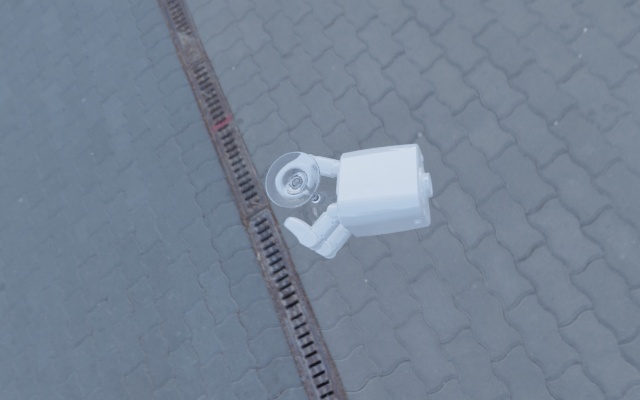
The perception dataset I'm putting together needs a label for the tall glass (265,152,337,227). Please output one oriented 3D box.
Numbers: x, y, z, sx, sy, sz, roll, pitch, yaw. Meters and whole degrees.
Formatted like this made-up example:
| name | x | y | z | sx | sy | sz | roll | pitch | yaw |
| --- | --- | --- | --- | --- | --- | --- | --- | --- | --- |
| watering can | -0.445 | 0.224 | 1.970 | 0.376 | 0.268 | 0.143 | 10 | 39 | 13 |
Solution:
| name | x | y | z | sx | sy | sz | roll | pitch | yaw |
| --- | --- | --- | --- | --- | --- | --- | --- | --- | --- |
| tall glass | 0.000 | 0.002 | 0.680 | 0.079 | 0.079 | 0.201 | 0 | -17 | 21 |
